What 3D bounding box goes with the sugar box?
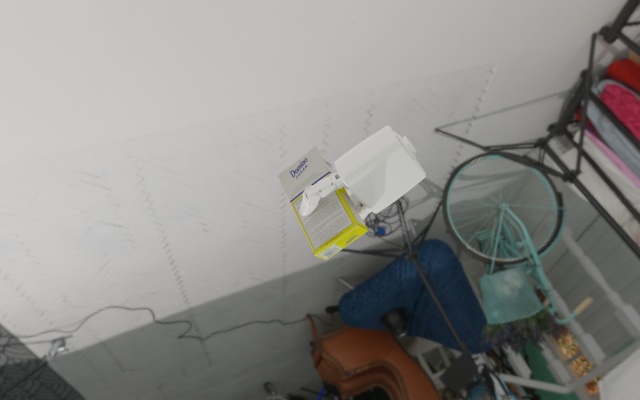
[{"bbox_3d":[0.001,0.003,0.817,0.093,0.176,0.048,-36,-34,16],"label":"sugar box"}]
